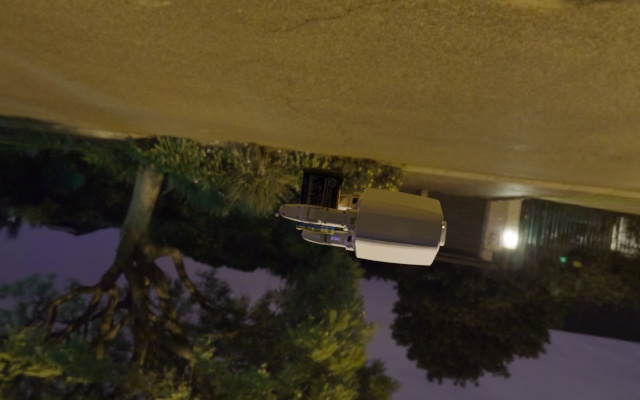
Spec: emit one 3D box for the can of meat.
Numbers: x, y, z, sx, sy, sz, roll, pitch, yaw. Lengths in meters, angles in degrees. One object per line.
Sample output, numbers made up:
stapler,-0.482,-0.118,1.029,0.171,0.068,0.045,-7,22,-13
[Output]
can of meat,0.000,0.002,0.668,0.057,0.084,0.102,8,-3,5
